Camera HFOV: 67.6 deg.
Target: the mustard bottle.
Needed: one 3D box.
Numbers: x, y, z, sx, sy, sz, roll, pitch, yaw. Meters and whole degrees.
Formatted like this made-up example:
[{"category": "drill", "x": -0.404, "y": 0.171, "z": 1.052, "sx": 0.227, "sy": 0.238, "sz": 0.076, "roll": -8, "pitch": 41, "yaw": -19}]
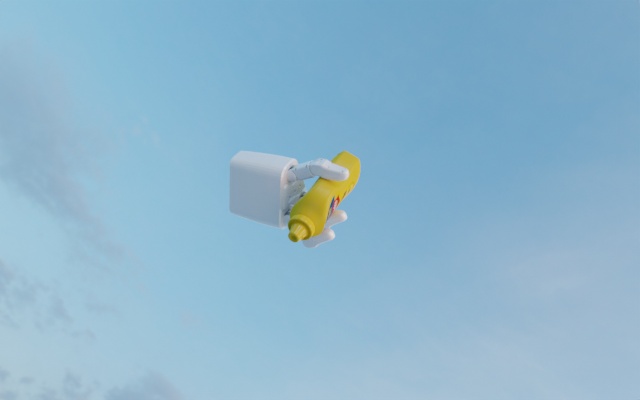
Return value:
[{"category": "mustard bottle", "x": 0.001, "y": 0.002, "z": 0.763, "sx": 0.058, "sy": 0.096, "sz": 0.191, "roll": 32, "pitch": 43, "yaw": 6}]
